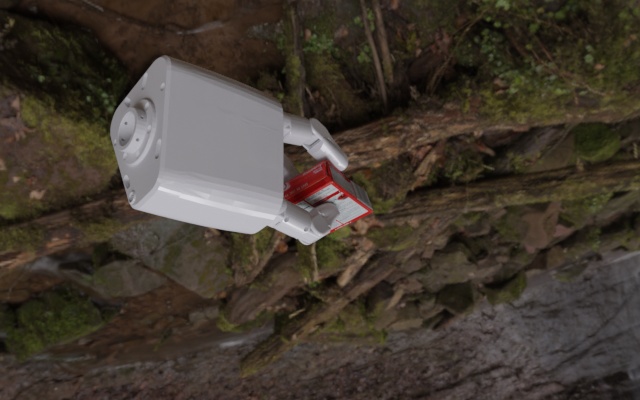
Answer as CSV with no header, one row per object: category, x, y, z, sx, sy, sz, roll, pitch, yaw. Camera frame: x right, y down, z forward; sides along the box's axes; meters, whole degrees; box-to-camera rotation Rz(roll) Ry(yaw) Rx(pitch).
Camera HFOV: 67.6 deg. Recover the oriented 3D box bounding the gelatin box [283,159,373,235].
gelatin box,0.000,0.002,0.483,0.073,0.030,0.089,-28,-33,21
